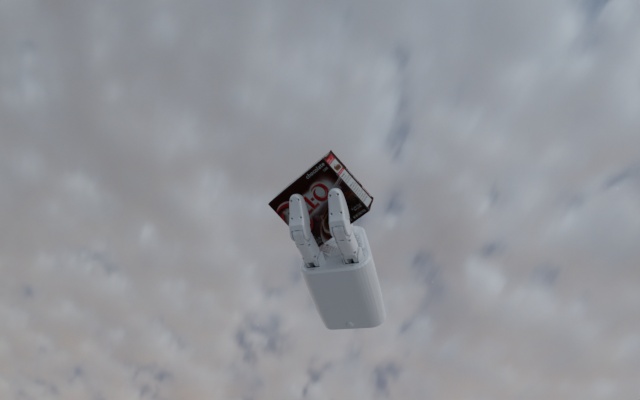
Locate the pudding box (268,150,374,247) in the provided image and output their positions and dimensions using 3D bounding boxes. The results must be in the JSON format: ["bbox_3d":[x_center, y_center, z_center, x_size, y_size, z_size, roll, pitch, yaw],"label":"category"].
[{"bbox_3d":[0.000,0.002,0.632,0.113,0.090,0.039,-38,9,29],"label":"pudding box"}]
